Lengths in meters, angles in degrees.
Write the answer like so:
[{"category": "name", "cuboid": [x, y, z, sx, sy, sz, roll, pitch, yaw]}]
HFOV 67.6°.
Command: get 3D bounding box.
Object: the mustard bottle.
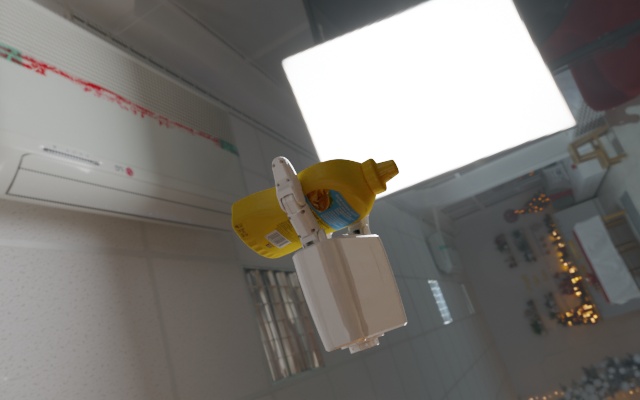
[{"category": "mustard bottle", "cuboid": [0.000, 0.002, 0.546, 0.191, 0.058, 0.096, -25, -43, 19]}]
